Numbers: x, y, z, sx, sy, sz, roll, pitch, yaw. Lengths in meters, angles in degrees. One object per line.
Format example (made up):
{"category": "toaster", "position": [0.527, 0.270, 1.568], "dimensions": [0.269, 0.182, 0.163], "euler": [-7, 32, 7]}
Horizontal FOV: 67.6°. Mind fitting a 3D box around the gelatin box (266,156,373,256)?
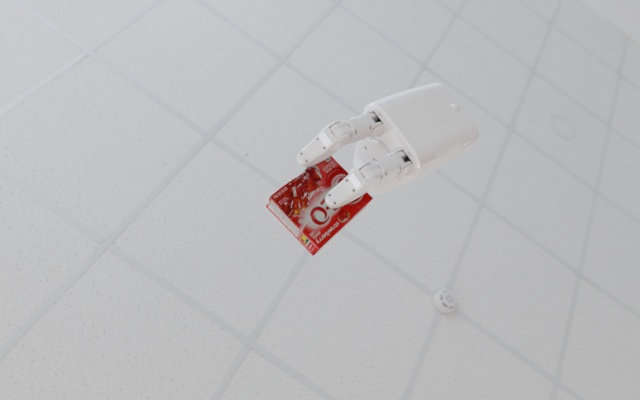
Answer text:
{"category": "gelatin box", "position": [0.000, 0.002, 0.502], "dimensions": [0.089, 0.073, 0.030], "euler": [-40, -7, -27]}
